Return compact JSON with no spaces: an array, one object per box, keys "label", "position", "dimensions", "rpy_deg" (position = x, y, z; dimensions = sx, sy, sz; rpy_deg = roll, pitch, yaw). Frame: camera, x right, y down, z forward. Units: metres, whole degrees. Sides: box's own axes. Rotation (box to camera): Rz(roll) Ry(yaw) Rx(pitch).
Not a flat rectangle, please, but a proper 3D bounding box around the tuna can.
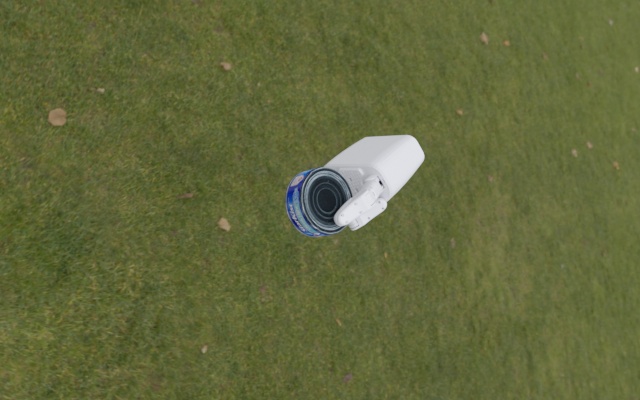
[{"label":"tuna can","position":[0.000,0.002,0.595],"dimensions":[0.086,0.086,0.034],"rpy_deg":[0,-8,-38]}]
